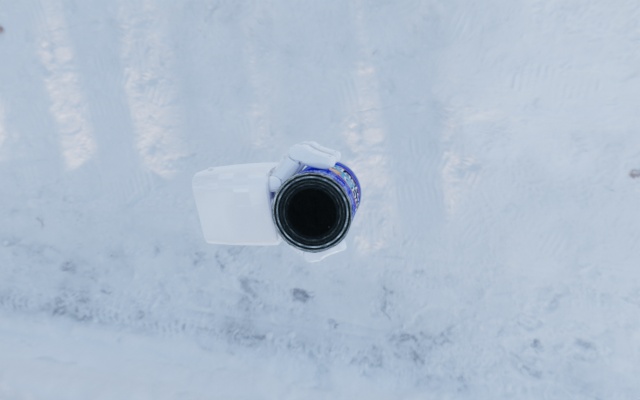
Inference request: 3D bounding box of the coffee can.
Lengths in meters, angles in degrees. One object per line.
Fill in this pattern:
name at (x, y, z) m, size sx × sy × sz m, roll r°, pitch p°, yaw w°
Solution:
coffee can at (0.000, 0.002, 0.654) m, size 0.103 × 0.103 × 0.140 m, roll 0°, pitch 11°, yaw 9°
